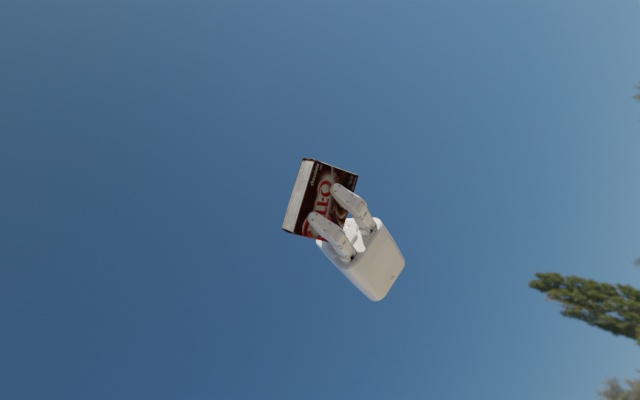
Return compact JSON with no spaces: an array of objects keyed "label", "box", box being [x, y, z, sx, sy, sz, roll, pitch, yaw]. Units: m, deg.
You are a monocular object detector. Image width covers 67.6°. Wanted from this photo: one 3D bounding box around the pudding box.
[{"label":"pudding box","box":[0.000,0.002,0.711,0.090,0.113,0.039,16,-2,-40]}]
